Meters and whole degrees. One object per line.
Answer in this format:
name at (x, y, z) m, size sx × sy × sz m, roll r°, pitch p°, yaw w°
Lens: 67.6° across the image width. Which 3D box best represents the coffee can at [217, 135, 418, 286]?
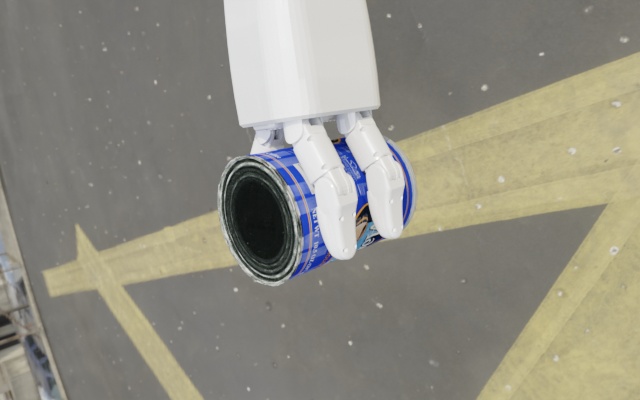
coffee can at (0.000, 0.001, 0.407) m, size 0.140 × 0.103 × 0.103 m, roll -17°, pitch 11°, yaw -42°
